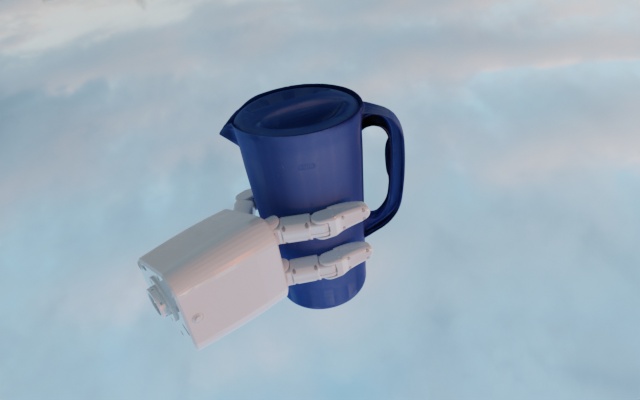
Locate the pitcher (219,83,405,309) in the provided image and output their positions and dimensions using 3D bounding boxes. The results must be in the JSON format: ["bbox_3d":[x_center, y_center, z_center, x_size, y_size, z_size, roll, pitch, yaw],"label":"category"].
[{"bbox_3d":[0.000,0.002,0.535,0.145,0.243,0.149,-31,39,-30],"label":"pitcher"}]
